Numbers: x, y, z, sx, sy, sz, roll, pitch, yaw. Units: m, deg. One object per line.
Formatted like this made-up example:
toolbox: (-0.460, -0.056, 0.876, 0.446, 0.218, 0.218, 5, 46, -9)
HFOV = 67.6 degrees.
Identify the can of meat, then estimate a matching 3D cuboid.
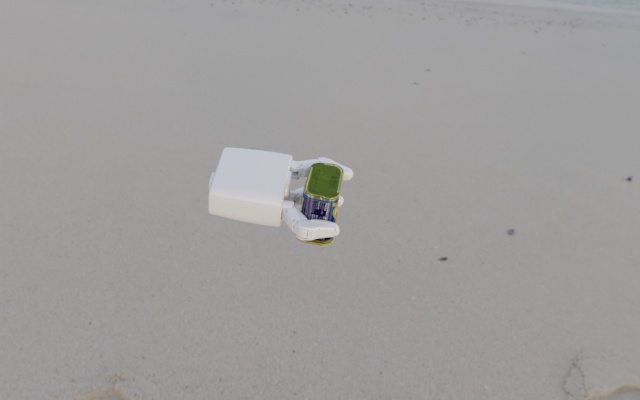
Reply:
can of meat: (0.000, 0.002, 0.710, 0.057, 0.084, 0.102, 10, 34, 1)
